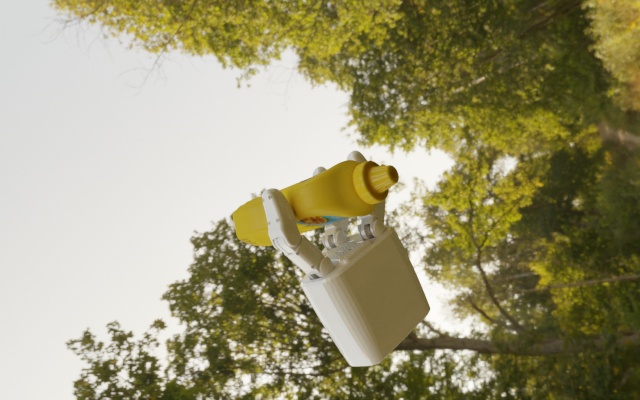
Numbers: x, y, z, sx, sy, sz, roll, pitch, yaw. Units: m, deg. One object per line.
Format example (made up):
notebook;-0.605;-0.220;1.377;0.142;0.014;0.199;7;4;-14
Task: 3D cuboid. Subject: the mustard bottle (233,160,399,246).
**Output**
mustard bottle;0.000;0.001;0.500;0.192;0.058;0.096;-20;-12;41
